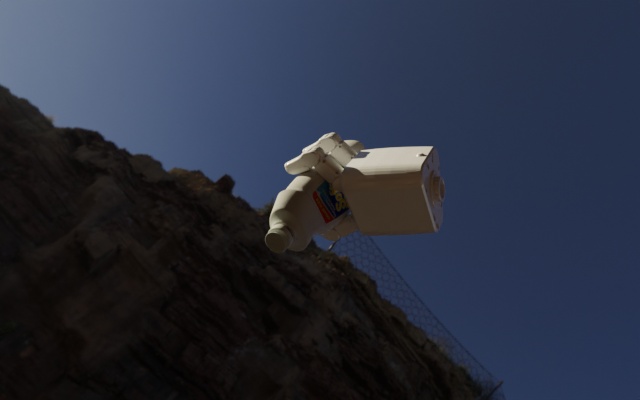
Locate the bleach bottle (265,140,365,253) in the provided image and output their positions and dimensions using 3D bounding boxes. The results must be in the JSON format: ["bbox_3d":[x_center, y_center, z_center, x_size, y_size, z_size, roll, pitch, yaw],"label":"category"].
[{"bbox_3d":[0.000,0.002,0.664,0.068,0.103,0.250,-2,25,28],"label":"bleach bottle"}]
